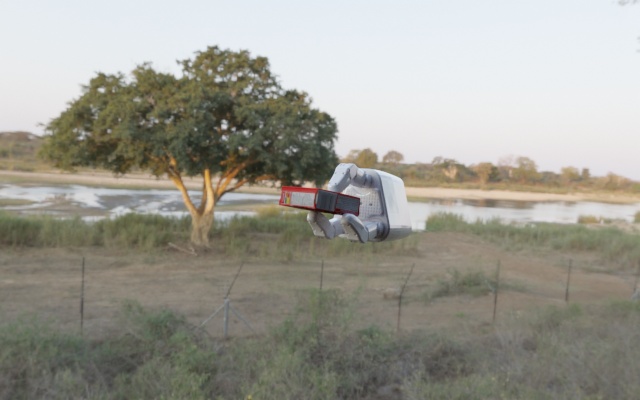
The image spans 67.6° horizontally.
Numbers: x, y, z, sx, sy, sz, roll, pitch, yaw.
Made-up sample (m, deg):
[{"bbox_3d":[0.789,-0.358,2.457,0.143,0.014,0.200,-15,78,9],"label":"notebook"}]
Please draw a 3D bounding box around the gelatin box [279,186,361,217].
[{"bbox_3d":[0.000,0.002,0.659,0.073,0.030,0.089,6,-4,45],"label":"gelatin box"}]
